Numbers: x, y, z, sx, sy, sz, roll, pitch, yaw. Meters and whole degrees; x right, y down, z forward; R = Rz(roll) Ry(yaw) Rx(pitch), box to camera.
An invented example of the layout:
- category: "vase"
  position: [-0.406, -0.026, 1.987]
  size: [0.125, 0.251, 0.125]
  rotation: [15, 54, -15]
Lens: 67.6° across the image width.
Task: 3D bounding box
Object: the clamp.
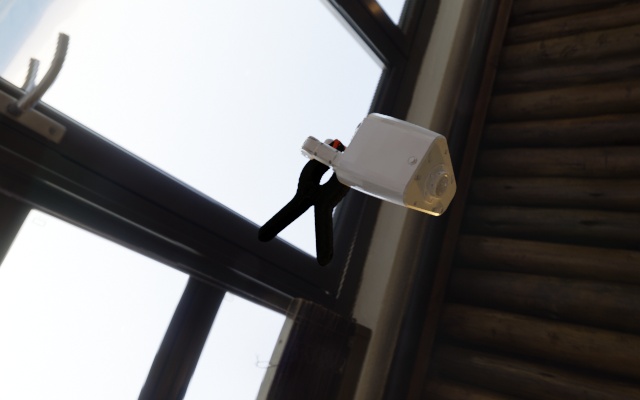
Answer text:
- category: "clamp"
  position: [0.000, 0.002, 0.626]
  size: [0.120, 0.171, 0.039]
  rotation: [28, -6, 32]
